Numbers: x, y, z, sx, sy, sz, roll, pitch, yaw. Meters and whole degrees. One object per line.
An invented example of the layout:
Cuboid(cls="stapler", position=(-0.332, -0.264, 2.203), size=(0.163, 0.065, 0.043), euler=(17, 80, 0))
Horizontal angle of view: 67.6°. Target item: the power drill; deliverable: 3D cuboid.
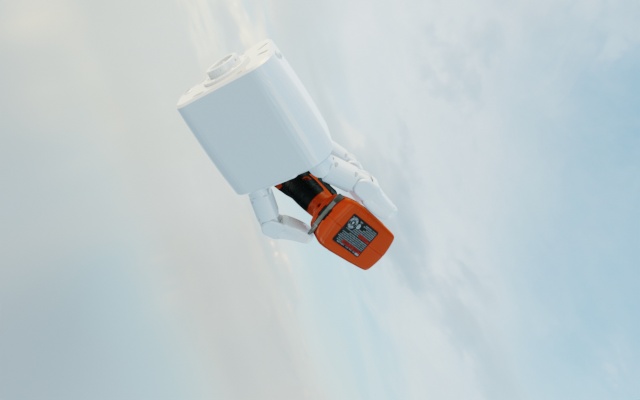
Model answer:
Cuboid(cls="power drill", position=(0.000, 0.002, 0.563), size=(0.184, 0.057, 0.187), euler=(34, 5, -46))
